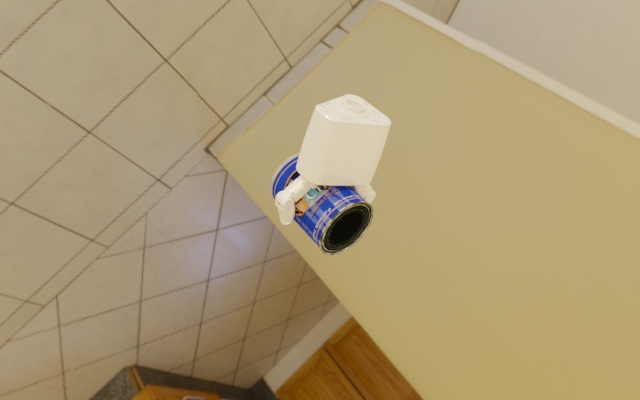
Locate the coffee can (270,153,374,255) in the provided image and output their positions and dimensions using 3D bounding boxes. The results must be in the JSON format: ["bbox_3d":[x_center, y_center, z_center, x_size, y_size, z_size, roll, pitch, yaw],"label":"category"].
[{"bbox_3d":[0.000,0.003,0.753,0.103,0.103,0.140,0,36,-47],"label":"coffee can"}]
